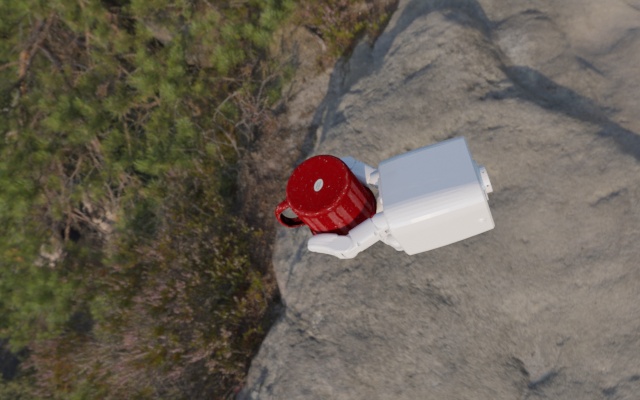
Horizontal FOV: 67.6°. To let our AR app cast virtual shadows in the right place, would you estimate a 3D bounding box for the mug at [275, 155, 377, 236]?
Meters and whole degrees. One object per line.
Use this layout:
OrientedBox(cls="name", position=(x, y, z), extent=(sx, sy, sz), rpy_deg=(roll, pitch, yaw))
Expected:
OrientedBox(cls="mug", position=(-0.001, 0.002, 0.573), extent=(0.117, 0.093, 0.081), rpy_deg=(-18, -32, 17))
